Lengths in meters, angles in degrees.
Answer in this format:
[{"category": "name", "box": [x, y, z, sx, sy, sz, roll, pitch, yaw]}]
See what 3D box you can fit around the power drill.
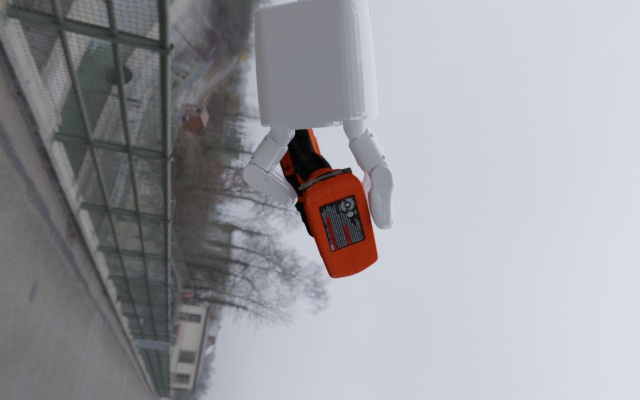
[{"category": "power drill", "box": [0.000, 0.002, 0.520, 0.057, 0.184, 0.187, -23, 30, -7]}]
